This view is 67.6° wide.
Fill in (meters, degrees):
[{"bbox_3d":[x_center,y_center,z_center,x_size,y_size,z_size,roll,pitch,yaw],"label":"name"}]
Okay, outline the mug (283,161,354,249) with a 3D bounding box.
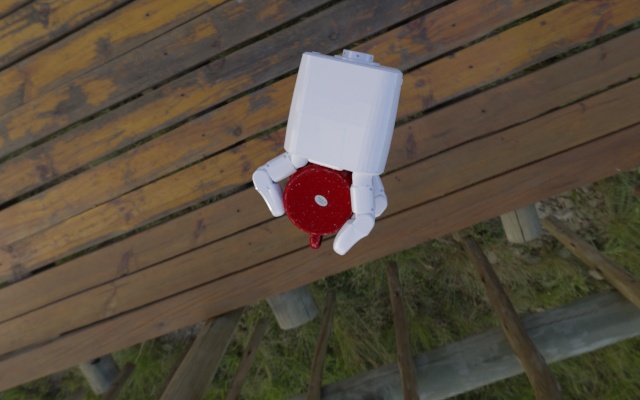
[{"bbox_3d":[0.000,0.003,0.565,0.093,0.117,0.081,11,18,3],"label":"mug"}]
